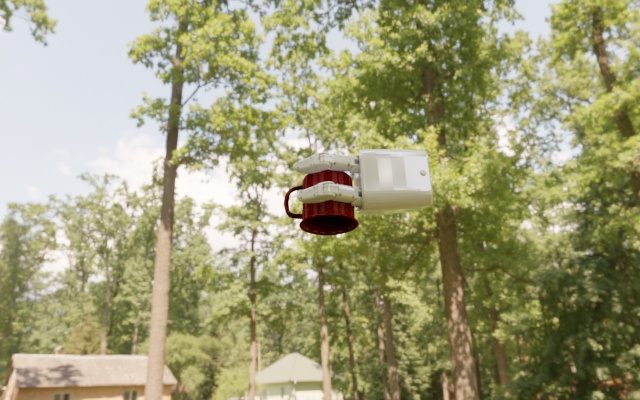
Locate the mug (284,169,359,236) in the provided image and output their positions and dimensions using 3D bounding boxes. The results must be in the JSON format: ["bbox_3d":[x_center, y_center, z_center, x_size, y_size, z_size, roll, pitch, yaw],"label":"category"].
[{"bbox_3d":[-0.001,0.002,0.758,0.117,0.081,0.093,-1,-24,-2],"label":"mug"}]
